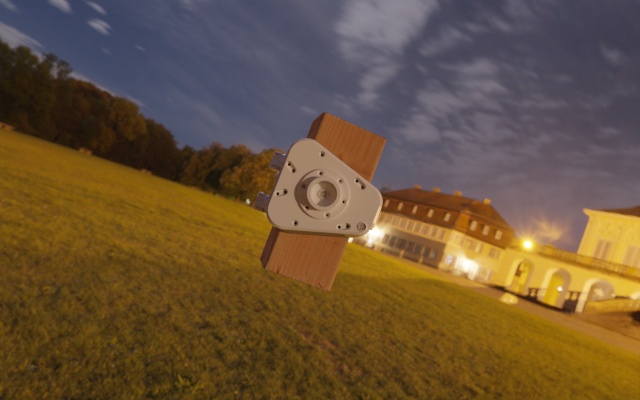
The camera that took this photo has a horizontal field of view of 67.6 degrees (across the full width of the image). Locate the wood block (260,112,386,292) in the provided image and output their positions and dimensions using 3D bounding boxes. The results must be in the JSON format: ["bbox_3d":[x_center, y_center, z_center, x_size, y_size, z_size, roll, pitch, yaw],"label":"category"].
[{"bbox_3d":[0.000,0.002,0.632,0.091,0.206,0.090,22,-3,-10],"label":"wood block"}]
